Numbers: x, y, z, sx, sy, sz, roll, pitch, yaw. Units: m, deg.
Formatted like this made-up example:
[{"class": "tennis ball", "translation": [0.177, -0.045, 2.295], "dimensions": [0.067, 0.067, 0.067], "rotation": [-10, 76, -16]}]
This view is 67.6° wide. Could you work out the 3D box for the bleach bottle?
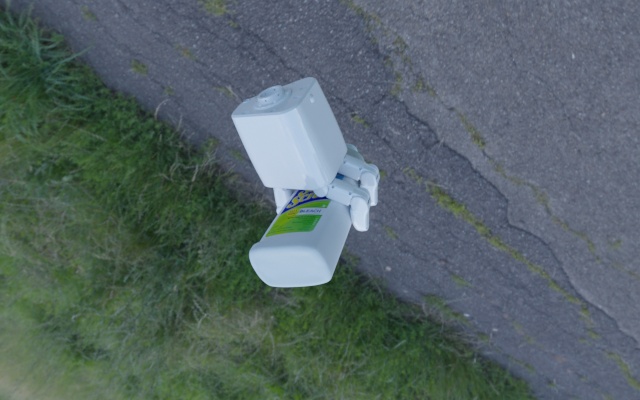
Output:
[{"class": "bleach bottle", "translation": [0.000, 0.002, 0.642], "dimensions": [0.102, 0.068, 0.250], "rotation": [-7, 35, 26]}]
